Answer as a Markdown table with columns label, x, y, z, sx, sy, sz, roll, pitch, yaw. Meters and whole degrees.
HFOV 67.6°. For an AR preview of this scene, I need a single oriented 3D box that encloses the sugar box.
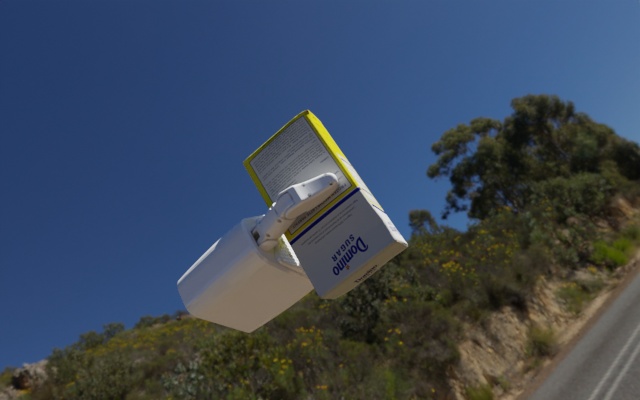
| label | x | y | z | sx | sy | sz | roll | pitch | yaw |
| --- | --- | --- | --- | --- | --- | --- | --- | --- | --- |
| sugar box | 0.000 | 0.002 | 0.484 | 0.093 | 0.176 | 0.048 | -39 | -25 | 14 |
